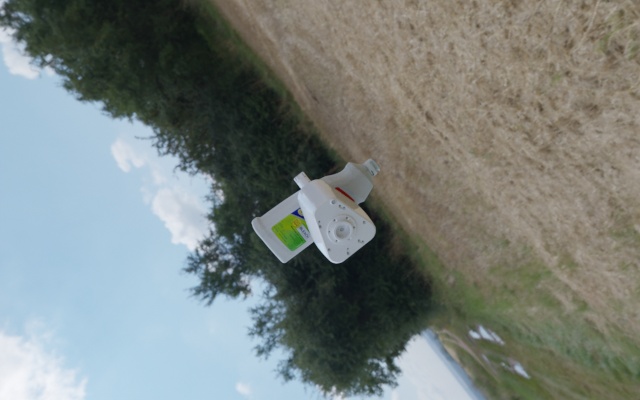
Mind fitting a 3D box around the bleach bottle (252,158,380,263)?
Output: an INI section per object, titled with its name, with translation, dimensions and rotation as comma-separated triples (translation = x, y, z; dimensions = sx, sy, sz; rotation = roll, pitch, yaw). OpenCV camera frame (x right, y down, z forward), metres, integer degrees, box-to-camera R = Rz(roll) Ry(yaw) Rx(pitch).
[bleach bottle]
translation = 0.000, 0.003, 0.895
dimensions = 0.251, 0.102, 0.068
rotation = -38, 22, -1
